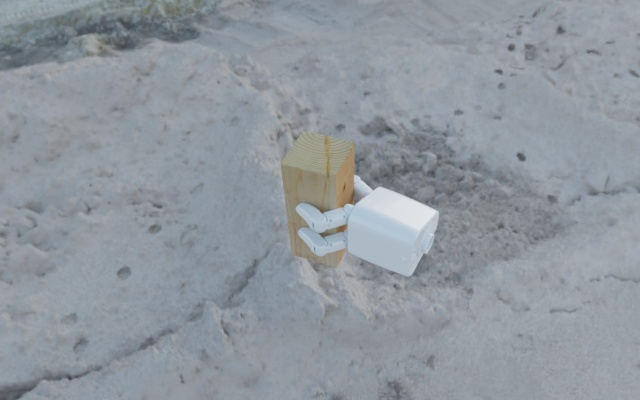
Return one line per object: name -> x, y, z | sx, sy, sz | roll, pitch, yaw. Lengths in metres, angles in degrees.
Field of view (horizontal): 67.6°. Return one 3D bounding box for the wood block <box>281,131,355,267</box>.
wood block -> 0.001, 0.002, 0.787 | 0.090, 0.206, 0.090 | 14, 46, 17
